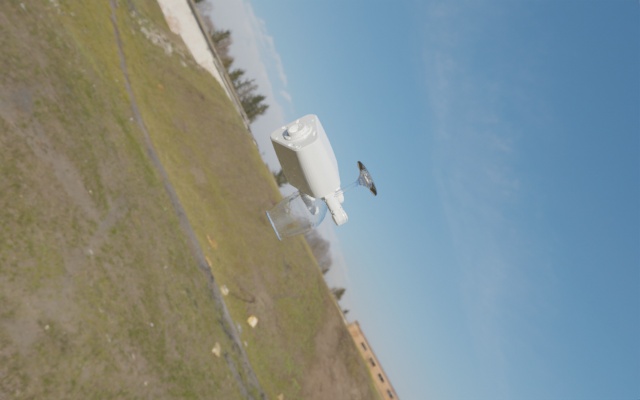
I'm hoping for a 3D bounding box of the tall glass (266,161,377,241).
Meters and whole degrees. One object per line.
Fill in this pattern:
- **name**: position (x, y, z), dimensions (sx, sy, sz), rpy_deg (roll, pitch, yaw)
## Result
- **tall glass**: position (0.001, 0.003, 0.892), dimensions (0.201, 0.079, 0.079), rpy_deg (-27, 3, -5)
